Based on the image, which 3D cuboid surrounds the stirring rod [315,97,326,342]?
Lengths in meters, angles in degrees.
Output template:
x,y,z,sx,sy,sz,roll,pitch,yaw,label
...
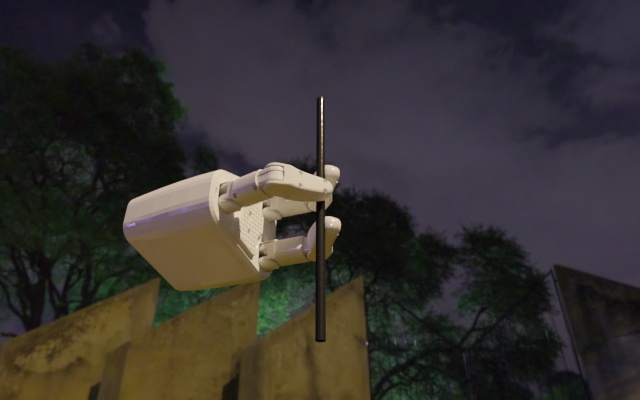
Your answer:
x,y,z,sx,sy,sz,roll,pitch,yaw,label
0.000,0.001,0.416,0.011,0.239,0.011,0,-31,0,stirring rod
